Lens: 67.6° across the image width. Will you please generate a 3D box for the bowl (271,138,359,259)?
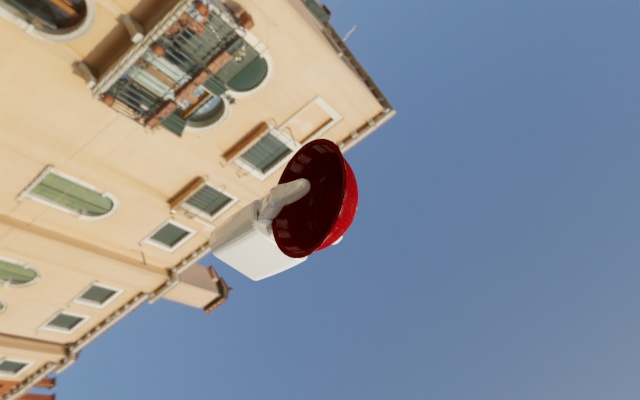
[{"bbox_3d":[0.001,0.002,0.636,0.055,0.162,0.162,17,-10,-34],"label":"bowl"}]
